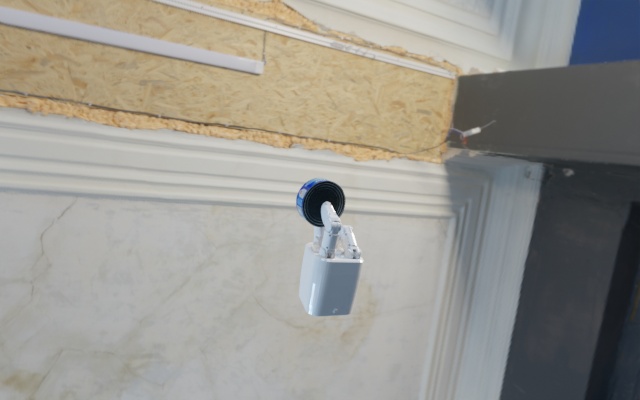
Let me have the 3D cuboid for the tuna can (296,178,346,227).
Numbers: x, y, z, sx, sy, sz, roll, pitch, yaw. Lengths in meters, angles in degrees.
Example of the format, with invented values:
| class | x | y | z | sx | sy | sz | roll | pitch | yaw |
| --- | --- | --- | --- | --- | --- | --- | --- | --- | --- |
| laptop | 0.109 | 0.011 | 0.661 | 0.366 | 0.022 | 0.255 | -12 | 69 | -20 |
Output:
| class | x | y | z | sx | sy | sz | roll | pitch | yaw |
| --- | --- | --- | --- | --- | --- | --- | --- | --- | --- |
| tuna can | 0.000 | 0.003 | 0.860 | 0.086 | 0.086 | 0.033 | 0 | 15 | -27 |
